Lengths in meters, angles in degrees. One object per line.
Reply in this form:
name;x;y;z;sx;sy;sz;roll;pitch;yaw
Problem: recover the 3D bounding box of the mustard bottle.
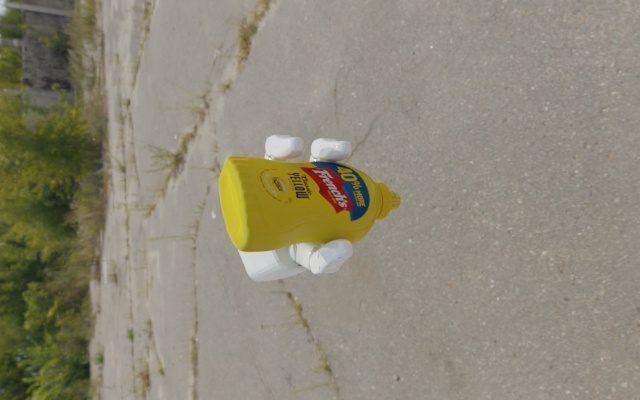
mustard bottle;0.000;0.001;0.485;0.191;0.096;0.058;0;-42;-29
